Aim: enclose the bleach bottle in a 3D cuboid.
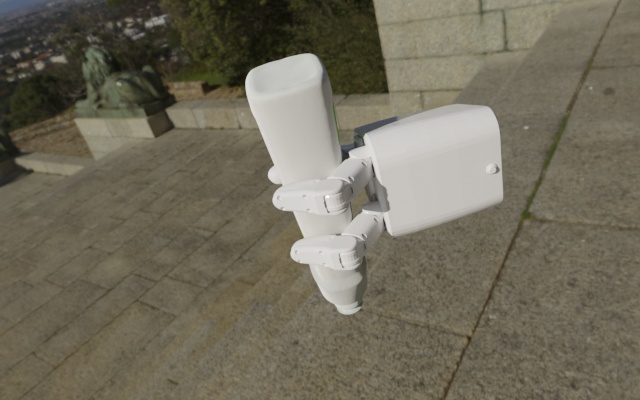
[{"bbox_3d":[0.000,0.001,0.446,0.068,0.251,0.102,-16,30,0],"label":"bleach bottle"}]
